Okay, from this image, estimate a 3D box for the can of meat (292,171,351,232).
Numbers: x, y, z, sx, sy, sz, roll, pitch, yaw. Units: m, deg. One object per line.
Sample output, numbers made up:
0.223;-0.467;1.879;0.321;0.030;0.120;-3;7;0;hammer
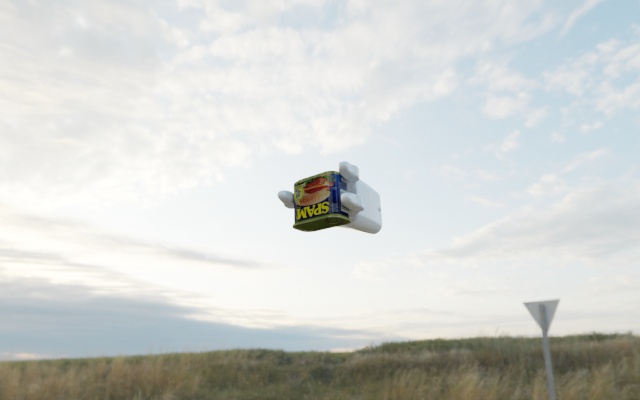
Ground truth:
0.000;0.002;0.831;0.102;0.084;0.057;-15;-23;34;can of meat
